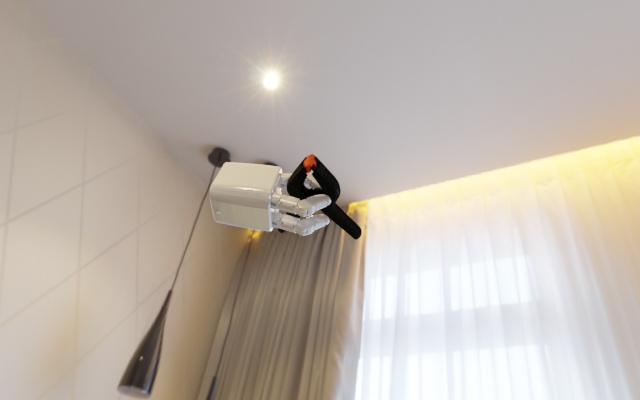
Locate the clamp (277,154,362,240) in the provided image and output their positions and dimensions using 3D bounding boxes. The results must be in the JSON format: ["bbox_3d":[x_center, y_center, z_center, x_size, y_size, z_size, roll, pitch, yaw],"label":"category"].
[{"bbox_3d":[0.000,0.002,0.857,0.164,0.036,0.210,8,-39,4],"label":"clamp"}]
